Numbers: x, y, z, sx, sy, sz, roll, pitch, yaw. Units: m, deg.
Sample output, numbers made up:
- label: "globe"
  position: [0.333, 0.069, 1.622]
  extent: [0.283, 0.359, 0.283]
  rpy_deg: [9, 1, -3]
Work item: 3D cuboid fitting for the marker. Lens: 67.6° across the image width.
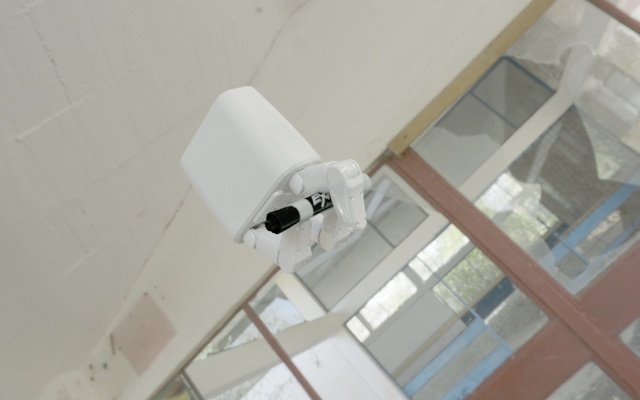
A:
- label: "marker"
  position: [0.000, 0.001, 0.408]
  extent: [0.020, 0.020, 0.121]
  rpy_deg: [0, 18, 45]
